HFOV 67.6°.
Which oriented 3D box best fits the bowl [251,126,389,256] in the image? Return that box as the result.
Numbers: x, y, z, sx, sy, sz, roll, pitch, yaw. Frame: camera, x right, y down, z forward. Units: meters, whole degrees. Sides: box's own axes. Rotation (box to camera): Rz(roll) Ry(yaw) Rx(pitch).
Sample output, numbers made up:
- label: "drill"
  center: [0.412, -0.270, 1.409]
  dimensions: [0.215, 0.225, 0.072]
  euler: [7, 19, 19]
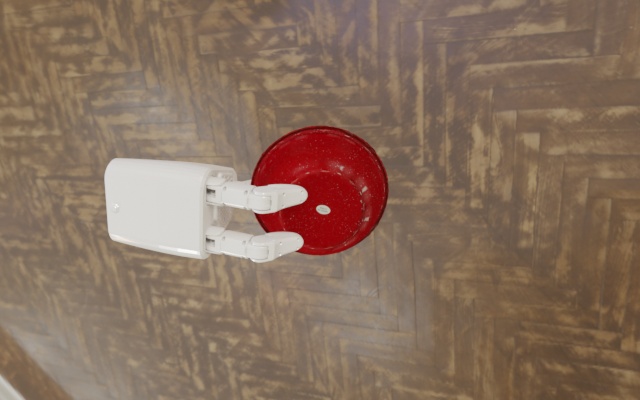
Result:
- label: "bowl"
  center: [0.001, 0.002, 0.532]
  dimensions: [0.162, 0.162, 0.055]
  euler: [0, 22, -3]
